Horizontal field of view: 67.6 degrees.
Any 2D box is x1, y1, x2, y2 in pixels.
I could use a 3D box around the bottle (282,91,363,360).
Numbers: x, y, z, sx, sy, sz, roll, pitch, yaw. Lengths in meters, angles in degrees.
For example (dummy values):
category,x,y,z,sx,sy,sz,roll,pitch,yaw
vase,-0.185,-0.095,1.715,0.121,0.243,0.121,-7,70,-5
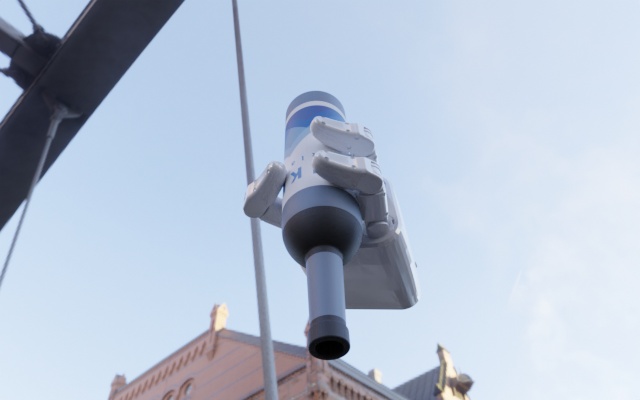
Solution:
category,x,y,z,sx,sy,sz,roll,pitch,yaw
bottle,0.000,0.001,0.418,0.069,0.069,0.295,0,40,-3
